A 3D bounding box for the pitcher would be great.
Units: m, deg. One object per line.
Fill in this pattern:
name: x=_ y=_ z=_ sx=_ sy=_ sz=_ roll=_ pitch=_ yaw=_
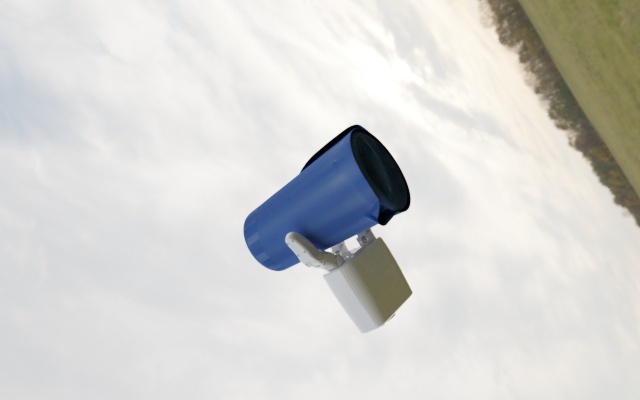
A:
pitcher: x=0.000 y=0.003 z=0.714 sx=0.243 sy=0.145 sz=0.149 roll=-32 pitch=2 yaw=30
